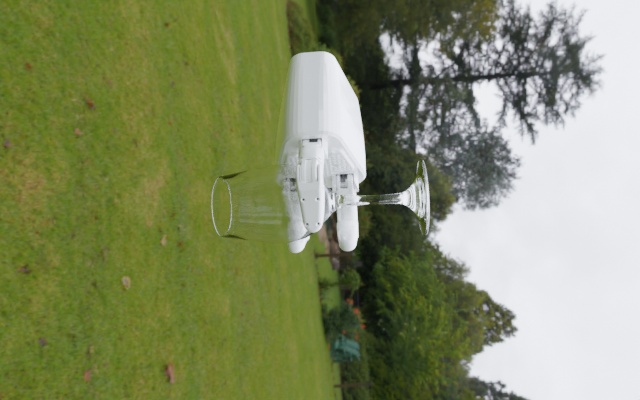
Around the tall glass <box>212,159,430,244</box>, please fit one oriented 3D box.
[{"bbox_3d":[0.001,0.002,0.468,0.201,0.079,0.079,-3,0,5],"label":"tall glass"}]
